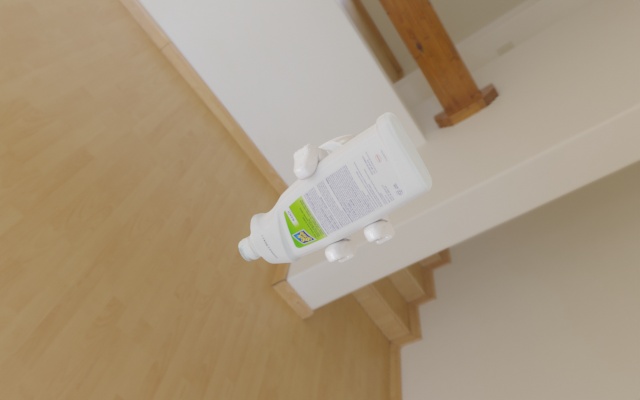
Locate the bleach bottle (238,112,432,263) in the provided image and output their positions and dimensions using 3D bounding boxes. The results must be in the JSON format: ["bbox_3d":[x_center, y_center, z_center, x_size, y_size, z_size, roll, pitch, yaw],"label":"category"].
[{"bbox_3d":[0.000,0.002,0.574,0.251,0.102,0.068,-29,4,22],"label":"bleach bottle"}]
